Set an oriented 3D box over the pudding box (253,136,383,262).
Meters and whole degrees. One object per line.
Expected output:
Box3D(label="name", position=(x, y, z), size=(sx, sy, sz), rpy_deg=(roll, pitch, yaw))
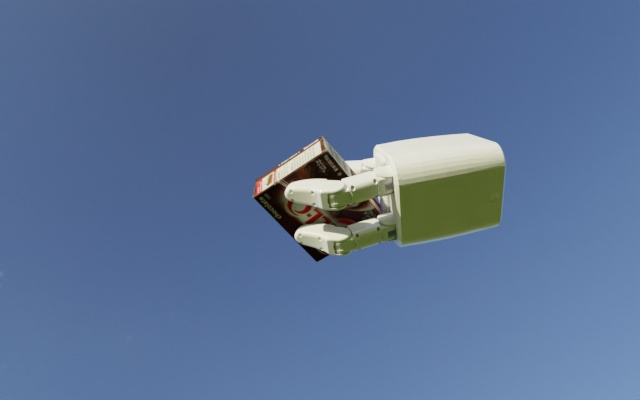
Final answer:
Box3D(label="pudding box", position=(0.000, 0.001, 0.495), size=(0.090, 0.113, 0.039), rpy_deg=(-32, 29, 16))
